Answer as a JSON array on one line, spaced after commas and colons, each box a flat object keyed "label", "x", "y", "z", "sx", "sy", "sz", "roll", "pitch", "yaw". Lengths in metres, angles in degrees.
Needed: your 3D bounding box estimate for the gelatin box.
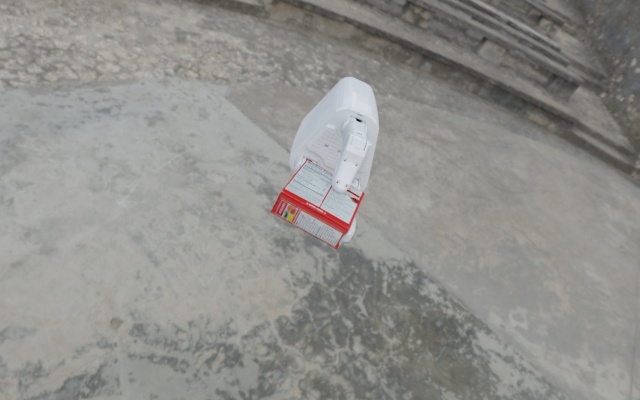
[{"label": "gelatin box", "x": 0.000, "y": 0.001, "z": 0.479, "sx": 0.073, "sy": 0.030, "sz": 0.089, "roll": 30, "pitch": 29, "yaw": 1}]
